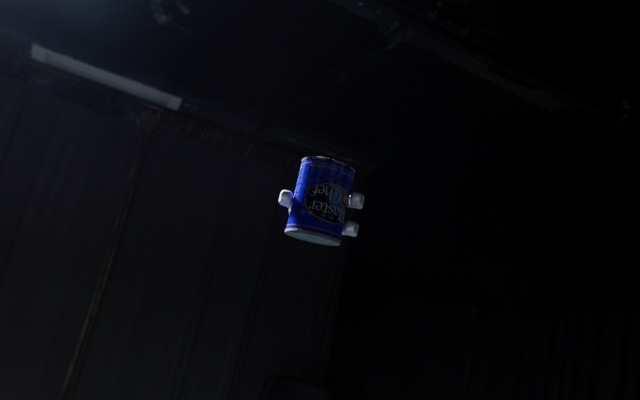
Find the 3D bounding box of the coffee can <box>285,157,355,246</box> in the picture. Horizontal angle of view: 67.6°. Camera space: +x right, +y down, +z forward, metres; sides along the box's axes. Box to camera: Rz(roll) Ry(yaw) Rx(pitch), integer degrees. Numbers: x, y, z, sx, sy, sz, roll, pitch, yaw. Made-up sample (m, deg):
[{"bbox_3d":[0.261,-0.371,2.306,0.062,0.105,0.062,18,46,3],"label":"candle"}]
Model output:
[{"bbox_3d":[0.000,0.003,0.873,0.103,0.140,0.103,12,-12,3],"label":"coffee can"}]
